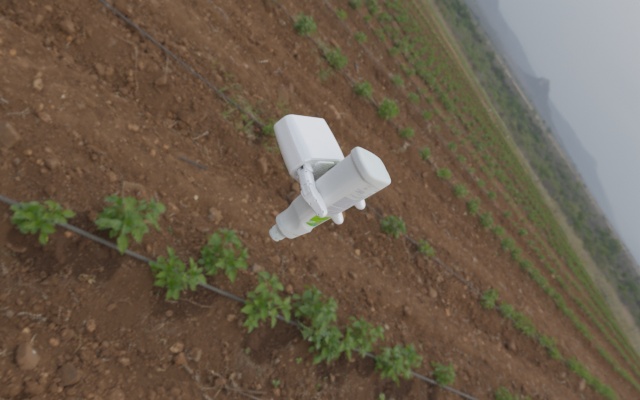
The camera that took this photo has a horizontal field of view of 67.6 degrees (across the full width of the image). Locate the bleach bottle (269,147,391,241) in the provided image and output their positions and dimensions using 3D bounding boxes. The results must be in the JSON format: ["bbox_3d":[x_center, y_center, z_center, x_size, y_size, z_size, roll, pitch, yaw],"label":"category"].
[{"bbox_3d":[0.000,0.003,0.872,0.251,0.068,0.102,-34,-25,24],"label":"bleach bottle"}]
